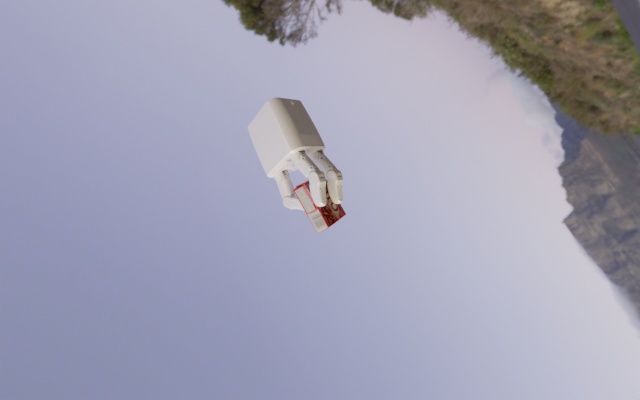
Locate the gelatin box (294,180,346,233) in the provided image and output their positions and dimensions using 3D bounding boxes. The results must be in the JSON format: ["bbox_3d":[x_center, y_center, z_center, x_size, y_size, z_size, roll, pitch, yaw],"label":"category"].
[{"bbox_3d":[0.000,0.003,0.839,0.030,0.089,0.073,-27,3,32],"label":"gelatin box"}]
